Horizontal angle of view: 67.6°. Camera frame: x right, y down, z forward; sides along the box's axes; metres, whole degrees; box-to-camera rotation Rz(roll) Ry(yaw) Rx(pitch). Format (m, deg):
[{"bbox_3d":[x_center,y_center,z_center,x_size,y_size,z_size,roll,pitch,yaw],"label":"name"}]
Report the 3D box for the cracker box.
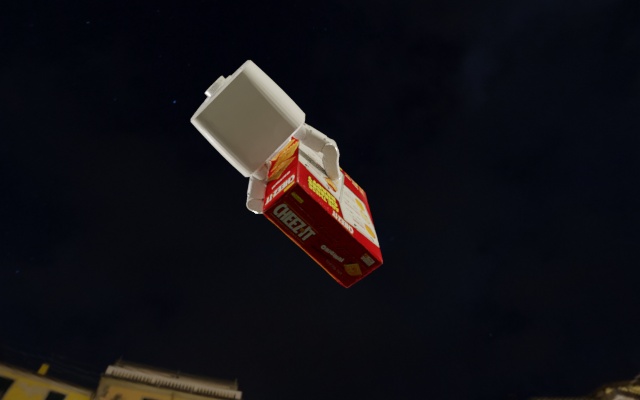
[{"bbox_3d":[0.000,0.002,0.695,0.072,0.164,0.213,-40,21,17],"label":"cracker box"}]
